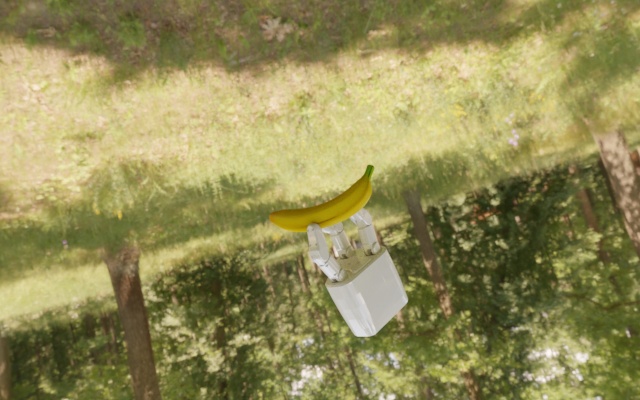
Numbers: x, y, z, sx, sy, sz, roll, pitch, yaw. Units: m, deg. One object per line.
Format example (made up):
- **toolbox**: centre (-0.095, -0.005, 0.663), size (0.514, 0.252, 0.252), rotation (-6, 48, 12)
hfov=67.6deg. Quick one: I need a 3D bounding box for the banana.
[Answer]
- **banana**: centre (0.003, 0.014, 0.749), size (0.198, 0.069, 0.037), rotation (-24, -52, 19)
